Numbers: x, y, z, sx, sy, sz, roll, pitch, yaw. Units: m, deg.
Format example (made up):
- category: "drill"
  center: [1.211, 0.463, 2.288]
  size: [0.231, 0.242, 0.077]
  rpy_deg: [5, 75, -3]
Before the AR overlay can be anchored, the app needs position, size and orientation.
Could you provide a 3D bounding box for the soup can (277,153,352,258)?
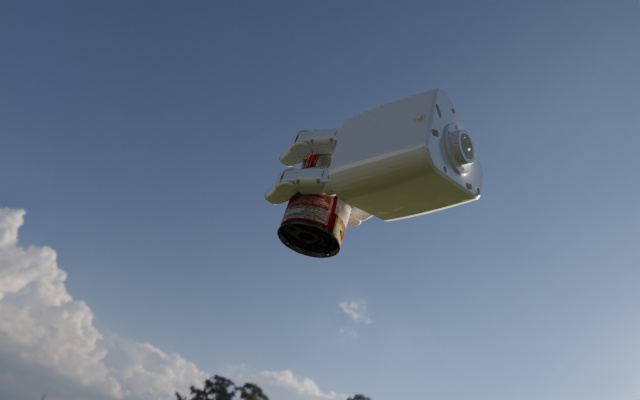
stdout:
- category: "soup can"
  center: [0.000, 0.002, 0.522]
  size: [0.068, 0.102, 0.069]
  rpy_deg: [12, -33, 8]
